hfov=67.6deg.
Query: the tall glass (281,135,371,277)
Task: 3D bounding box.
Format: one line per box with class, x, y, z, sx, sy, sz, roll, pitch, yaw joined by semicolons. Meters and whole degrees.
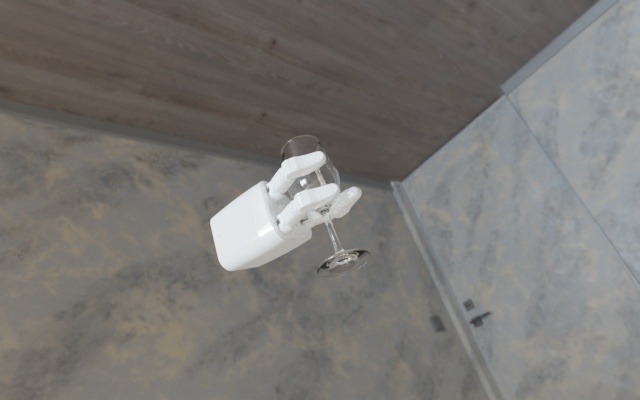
tall glass;0.000;0.003;0.672;0.079;0.201;0.079;-15;-30;-9
